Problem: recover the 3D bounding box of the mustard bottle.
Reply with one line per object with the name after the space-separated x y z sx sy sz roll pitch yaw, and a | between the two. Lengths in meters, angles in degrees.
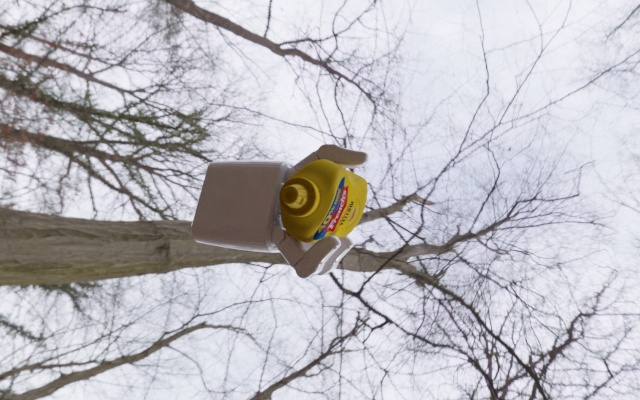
0.000 0.002 0.554 0.058 0.096 0.191 29 5 19 | mustard bottle
